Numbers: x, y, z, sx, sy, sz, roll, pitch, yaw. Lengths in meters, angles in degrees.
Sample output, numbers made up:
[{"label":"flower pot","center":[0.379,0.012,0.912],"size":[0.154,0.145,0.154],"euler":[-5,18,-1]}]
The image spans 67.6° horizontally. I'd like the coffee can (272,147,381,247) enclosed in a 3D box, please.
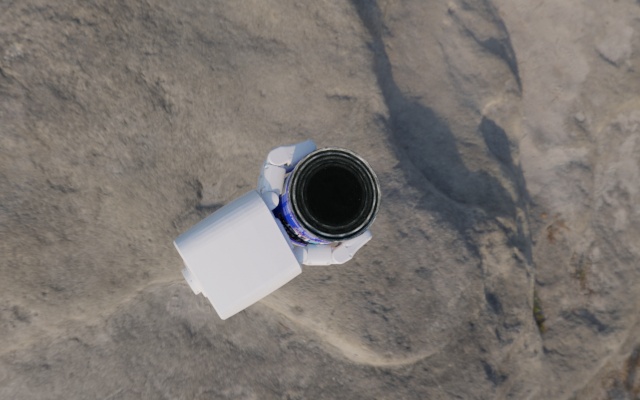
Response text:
[{"label":"coffee can","center":[0.000,0.002,0.570],"size":[0.103,0.103,0.140],"euler":[0,-7,-13]}]
